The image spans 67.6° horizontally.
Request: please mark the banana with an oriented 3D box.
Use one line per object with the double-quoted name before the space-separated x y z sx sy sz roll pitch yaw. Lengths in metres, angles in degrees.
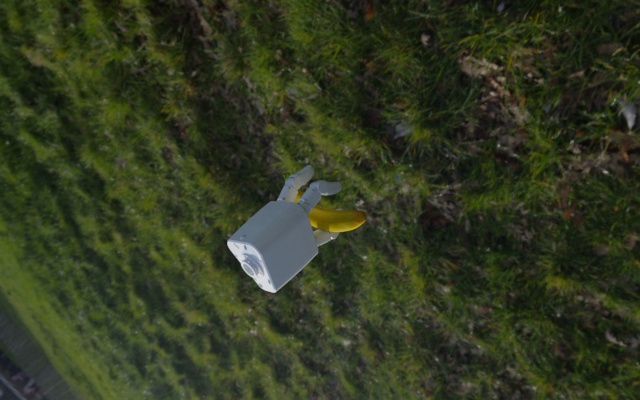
"banana" -0.002 0.017 0.832 0.197 0.070 0.037 27 43 36
